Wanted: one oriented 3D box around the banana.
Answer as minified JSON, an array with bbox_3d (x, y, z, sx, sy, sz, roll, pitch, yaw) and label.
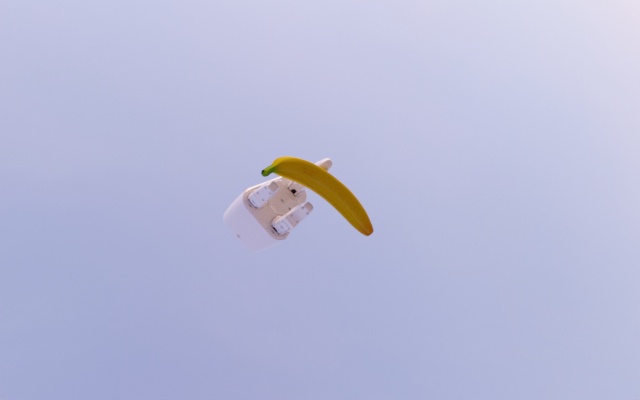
[{"bbox_3d":[0.001,-0.014,0.706,0.198,0.069,0.037,29,-36,-21],"label":"banana"}]
